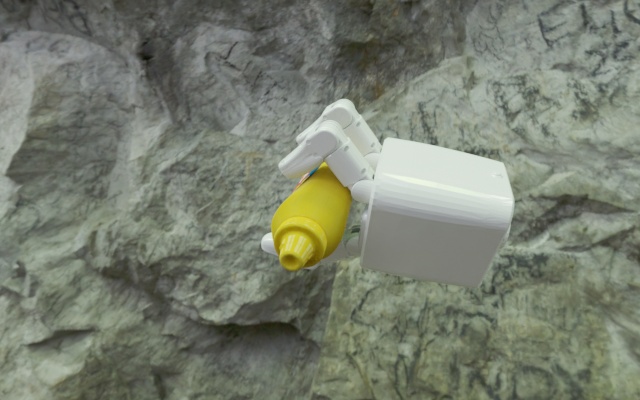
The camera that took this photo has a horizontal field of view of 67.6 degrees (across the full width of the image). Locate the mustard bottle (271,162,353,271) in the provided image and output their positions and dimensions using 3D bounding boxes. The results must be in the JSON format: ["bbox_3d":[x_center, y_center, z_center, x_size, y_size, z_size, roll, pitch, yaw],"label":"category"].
[{"bbox_3d":[0.000,0.001,0.431,0.058,0.096,0.191,33,31,-5],"label":"mustard bottle"}]
